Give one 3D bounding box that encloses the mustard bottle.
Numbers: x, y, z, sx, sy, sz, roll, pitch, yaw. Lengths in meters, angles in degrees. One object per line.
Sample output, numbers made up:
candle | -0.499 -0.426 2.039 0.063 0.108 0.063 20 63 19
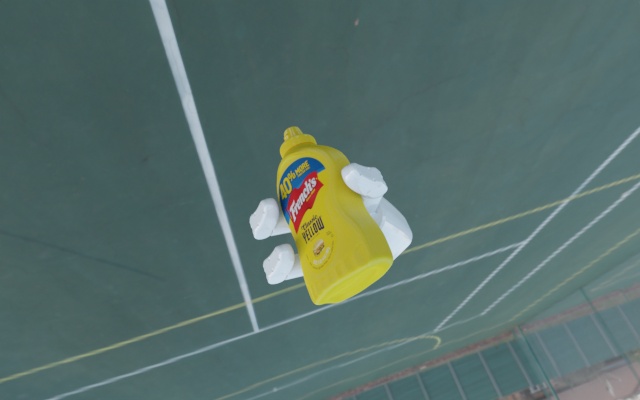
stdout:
mustard bottle | 0.000 0.002 0.492 0.058 0.191 0.096 3 -36 -40
